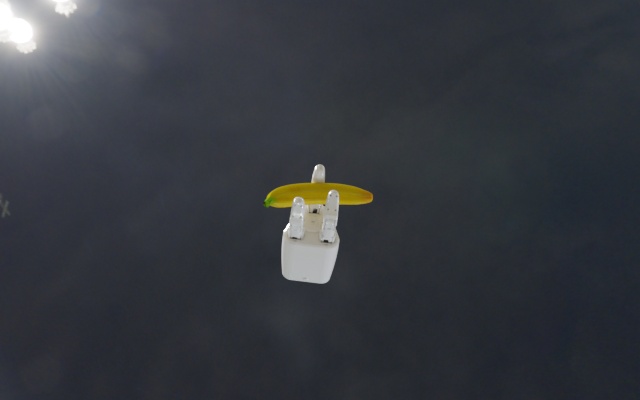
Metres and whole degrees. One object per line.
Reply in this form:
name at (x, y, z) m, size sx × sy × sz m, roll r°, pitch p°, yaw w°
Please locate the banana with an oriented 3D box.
banana at (-0.010, -0.006, 0.824) m, size 0.198 × 0.037 × 0.069 m, roll -5°, pitch 29°, yaw -21°
